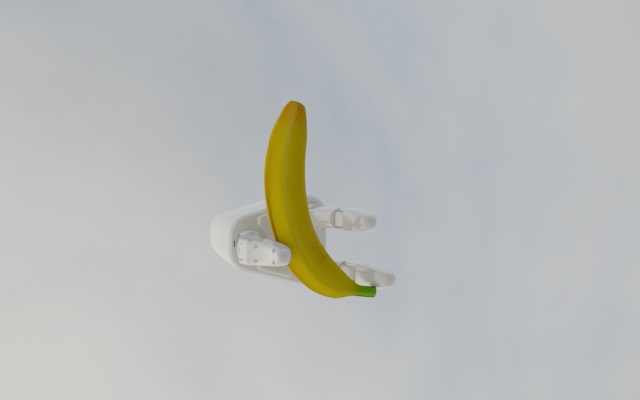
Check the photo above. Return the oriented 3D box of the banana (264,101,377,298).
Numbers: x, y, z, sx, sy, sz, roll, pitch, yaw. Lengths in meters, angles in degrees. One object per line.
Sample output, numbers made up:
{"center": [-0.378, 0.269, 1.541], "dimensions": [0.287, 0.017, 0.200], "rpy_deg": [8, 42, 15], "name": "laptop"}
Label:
{"center": [-0.015, 0.012, 0.436], "dimensions": [0.069, 0.198, 0.037], "rpy_deg": [-25, 12, -20], "name": "banana"}
